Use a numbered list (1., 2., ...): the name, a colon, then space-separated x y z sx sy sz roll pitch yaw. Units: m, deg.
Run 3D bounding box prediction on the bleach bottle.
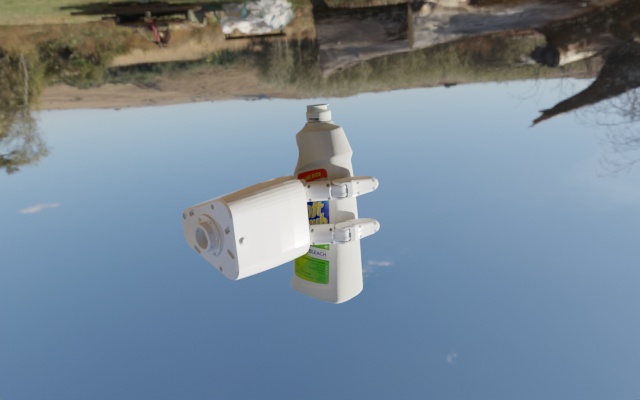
1. bleach bottle: 0.000 0.002 0.625 0.102 0.251 0.068 10 20 43
